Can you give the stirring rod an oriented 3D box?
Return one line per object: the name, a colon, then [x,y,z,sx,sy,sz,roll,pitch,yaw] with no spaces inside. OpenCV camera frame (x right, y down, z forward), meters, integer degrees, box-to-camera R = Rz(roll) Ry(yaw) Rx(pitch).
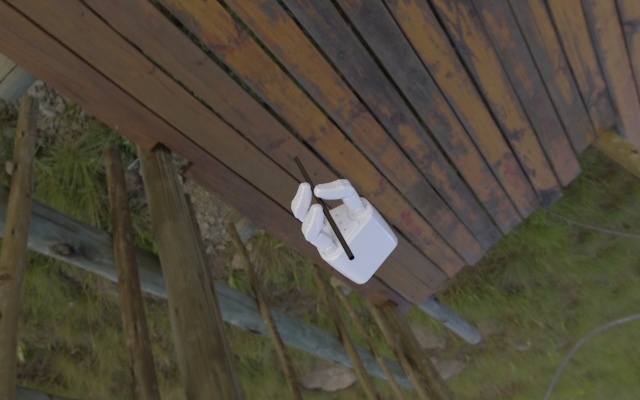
stirring rod: [0.000,0.002,0.702,0.011,0.011,0.239,0,37,-25]
